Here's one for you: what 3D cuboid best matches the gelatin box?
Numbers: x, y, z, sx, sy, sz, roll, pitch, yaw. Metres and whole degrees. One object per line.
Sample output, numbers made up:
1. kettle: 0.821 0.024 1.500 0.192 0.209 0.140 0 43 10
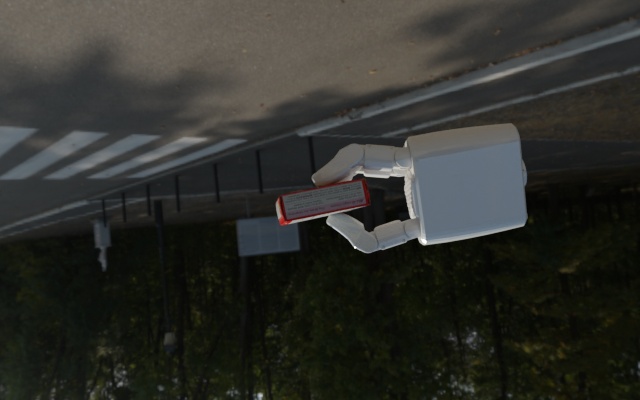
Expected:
1. gelatin box: 0.000 0.002 0.496 0.089 0.030 0.073 -12 -3 -9
